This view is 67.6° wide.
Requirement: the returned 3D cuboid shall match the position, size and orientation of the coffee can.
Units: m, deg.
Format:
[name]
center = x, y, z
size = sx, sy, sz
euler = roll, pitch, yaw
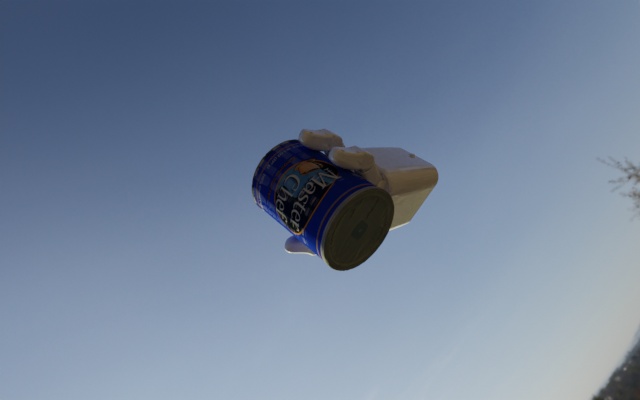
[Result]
[coffee can]
center = 0.000, 0.002, 0.558
size = 0.103, 0.103, 0.140
euler = 0, 27, -45
